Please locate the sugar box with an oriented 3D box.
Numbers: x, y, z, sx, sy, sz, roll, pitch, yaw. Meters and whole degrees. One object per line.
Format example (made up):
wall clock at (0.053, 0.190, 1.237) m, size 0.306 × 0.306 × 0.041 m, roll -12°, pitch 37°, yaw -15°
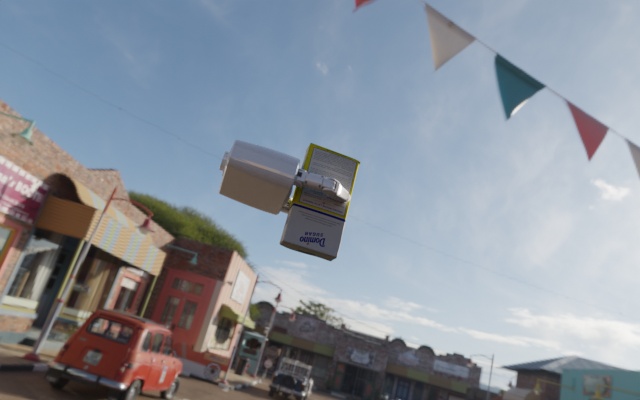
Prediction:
sugar box at (0.000, 0.003, 0.788) m, size 0.093 × 0.176 × 0.048 m, roll 19°, pitch -18°, yaw -9°
